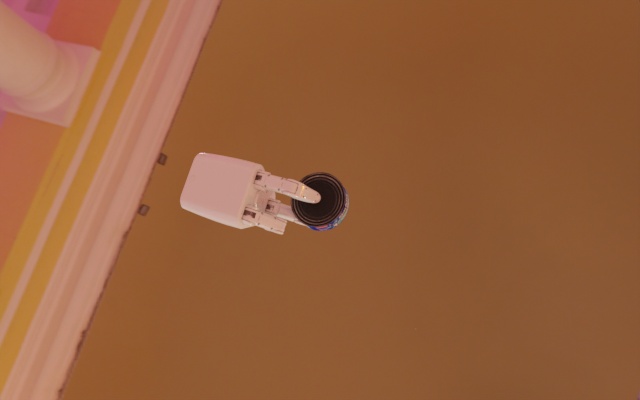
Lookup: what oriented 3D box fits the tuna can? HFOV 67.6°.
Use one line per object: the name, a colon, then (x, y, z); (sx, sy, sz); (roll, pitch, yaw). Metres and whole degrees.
tuna can: (0.000, 0.003, 0.727); (0.086, 0.086, 0.034); (0, -16, 17)
